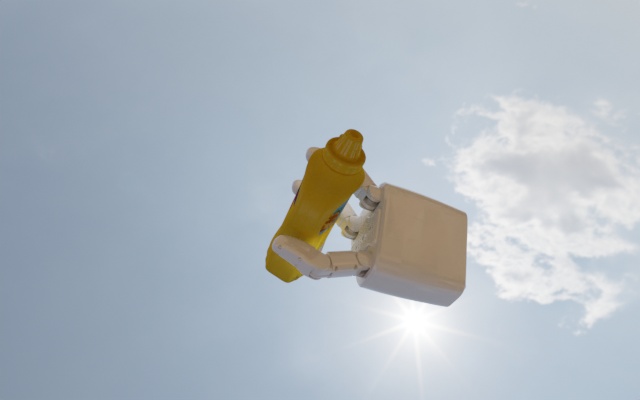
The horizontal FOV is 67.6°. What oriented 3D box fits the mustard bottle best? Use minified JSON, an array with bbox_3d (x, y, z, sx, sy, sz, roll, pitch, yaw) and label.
[{"bbox_3d":[0.000,0.002,0.502,0.058,0.192,0.096,33,44,5],"label":"mustard bottle"}]
